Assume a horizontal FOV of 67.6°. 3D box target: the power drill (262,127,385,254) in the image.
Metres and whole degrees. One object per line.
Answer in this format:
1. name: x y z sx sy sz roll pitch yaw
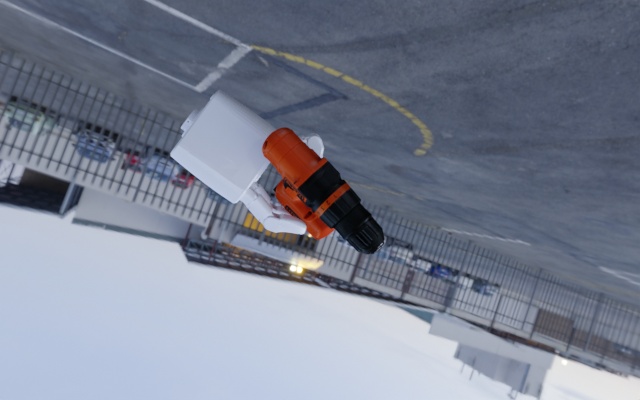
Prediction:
1. power drill: 0.000 0.002 0.622 0.057 0.184 0.188 -41 -5 -12
